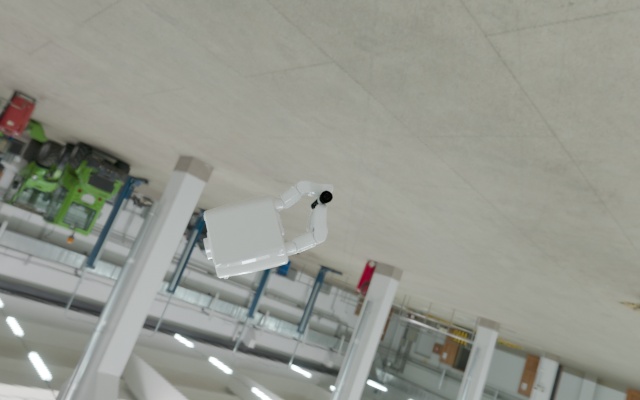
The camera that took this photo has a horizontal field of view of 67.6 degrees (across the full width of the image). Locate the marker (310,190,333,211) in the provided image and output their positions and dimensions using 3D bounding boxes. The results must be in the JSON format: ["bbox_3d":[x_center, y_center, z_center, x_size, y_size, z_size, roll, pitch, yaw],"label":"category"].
[{"bbox_3d":[0.000,0.003,0.771,0.020,0.020,0.121,0,-9,-9],"label":"marker"}]
